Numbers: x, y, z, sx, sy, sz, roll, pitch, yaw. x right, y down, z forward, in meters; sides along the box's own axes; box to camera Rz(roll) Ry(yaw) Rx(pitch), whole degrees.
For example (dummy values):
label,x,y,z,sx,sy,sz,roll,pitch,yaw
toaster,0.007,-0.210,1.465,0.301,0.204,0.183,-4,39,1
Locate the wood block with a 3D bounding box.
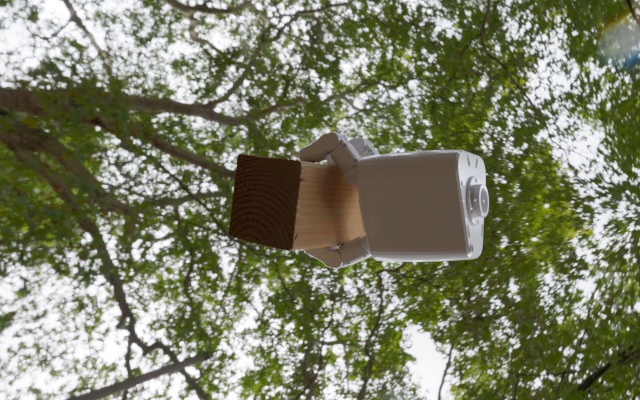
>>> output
label,x,y,z,sx,sy,sz,roll,pitch,yaw
wood block,0.000,0.002,0.566,0.090,0.091,0.206,9,4,35
